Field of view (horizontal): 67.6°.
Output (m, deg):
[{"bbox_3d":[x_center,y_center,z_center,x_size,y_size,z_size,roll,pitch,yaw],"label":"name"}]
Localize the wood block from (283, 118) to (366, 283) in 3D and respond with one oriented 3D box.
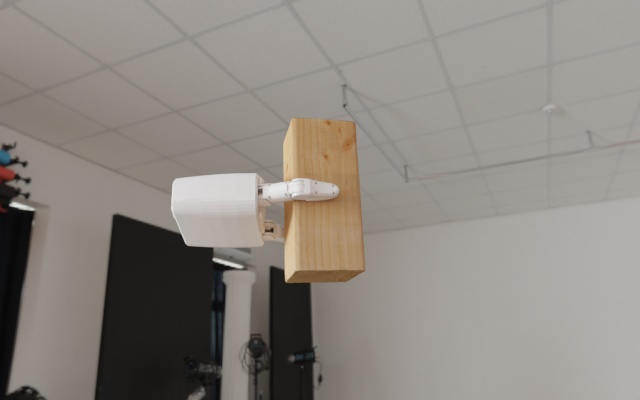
[{"bbox_3d":[0.000,0.002,0.650,0.090,0.206,0.091,2,-19,-13],"label":"wood block"}]
